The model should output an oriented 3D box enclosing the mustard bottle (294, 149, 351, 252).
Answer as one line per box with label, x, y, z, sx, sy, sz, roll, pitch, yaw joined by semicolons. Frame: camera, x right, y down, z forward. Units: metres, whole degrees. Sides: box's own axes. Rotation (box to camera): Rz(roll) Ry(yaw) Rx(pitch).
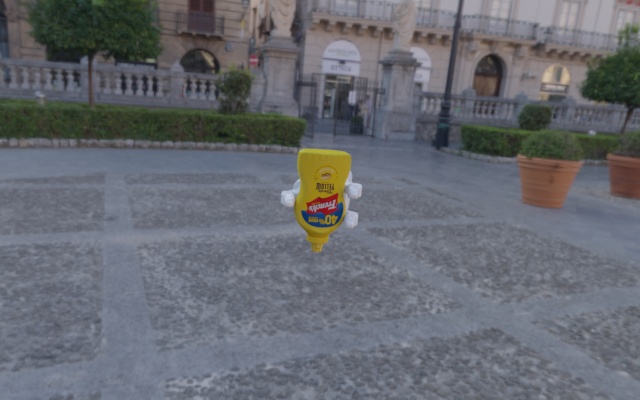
mustard bottle;0.000;0.003;0.888;0.096;0.192;0.058;2;13;-14
